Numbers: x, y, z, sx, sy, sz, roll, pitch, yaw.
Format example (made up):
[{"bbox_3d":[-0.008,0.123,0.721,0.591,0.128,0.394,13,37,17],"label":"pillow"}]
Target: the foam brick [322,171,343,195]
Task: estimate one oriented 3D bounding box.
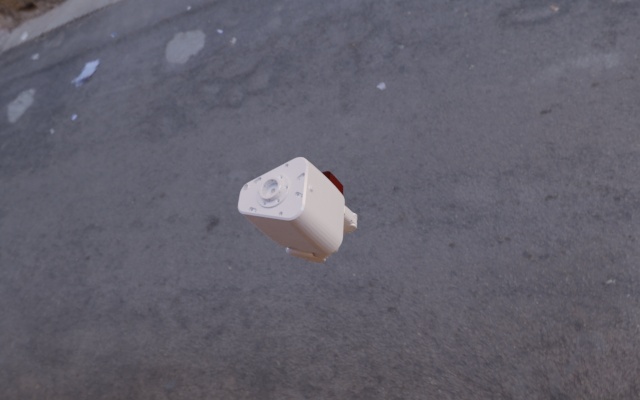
[{"bbox_3d":[0.000,0.002,0.736,0.053,0.078,0.051,-12,-33,27],"label":"foam brick"}]
